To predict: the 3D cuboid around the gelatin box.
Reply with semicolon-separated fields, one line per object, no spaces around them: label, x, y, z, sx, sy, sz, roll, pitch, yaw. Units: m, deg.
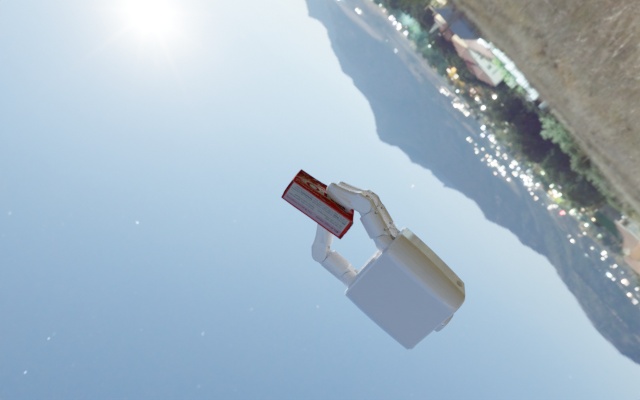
gelatin box;0.000;0.002;0.589;0.089;0.030;0.073;35;15;-3
